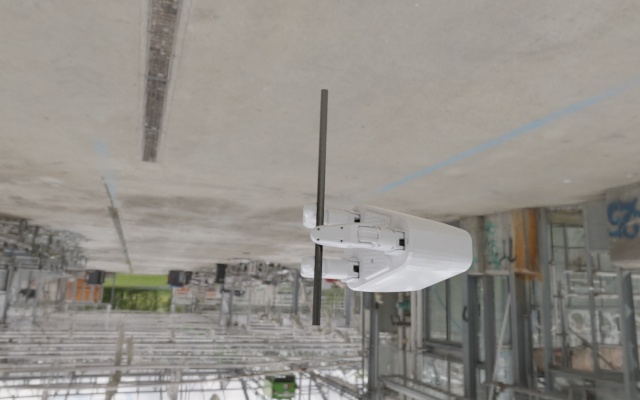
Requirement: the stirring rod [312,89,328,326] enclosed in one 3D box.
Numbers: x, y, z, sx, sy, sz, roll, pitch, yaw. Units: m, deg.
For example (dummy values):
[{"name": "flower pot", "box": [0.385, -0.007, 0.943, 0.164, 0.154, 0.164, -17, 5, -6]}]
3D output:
[{"name": "stirring rod", "box": [0.000, 0.001, 0.480, 0.011, 0.239, 0.011, 2, -12, 0]}]
